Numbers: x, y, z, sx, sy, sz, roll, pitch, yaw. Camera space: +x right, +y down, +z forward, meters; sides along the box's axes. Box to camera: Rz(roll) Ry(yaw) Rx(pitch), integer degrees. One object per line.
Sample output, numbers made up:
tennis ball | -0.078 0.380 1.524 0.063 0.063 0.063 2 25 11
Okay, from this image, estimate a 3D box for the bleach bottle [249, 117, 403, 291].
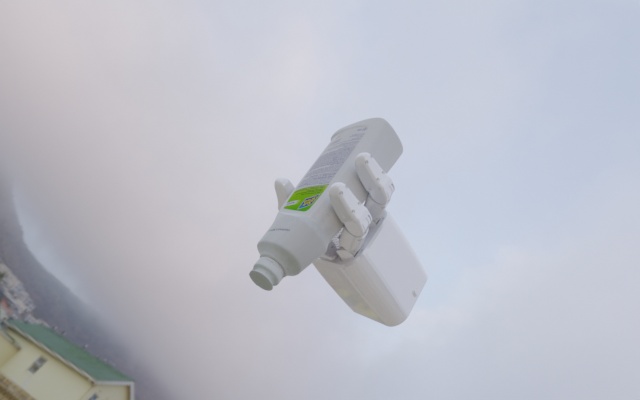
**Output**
bleach bottle | 0.000 0.002 0.545 0.102 0.068 0.250 -14 29 48
